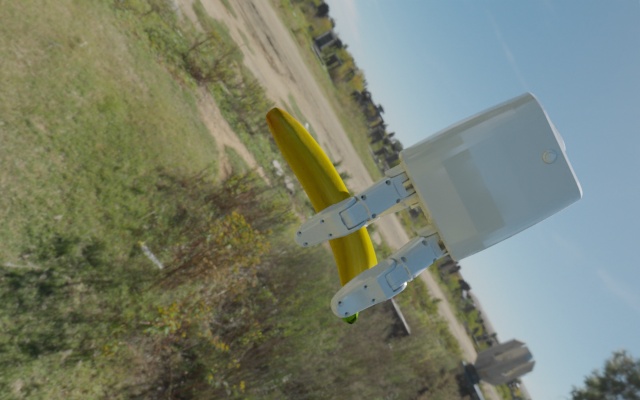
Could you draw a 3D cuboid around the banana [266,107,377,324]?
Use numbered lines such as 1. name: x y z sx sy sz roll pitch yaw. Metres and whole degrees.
1. banana: 0.008 0.006 0.425 0.037 0.197 0.069 -28 -15 16
